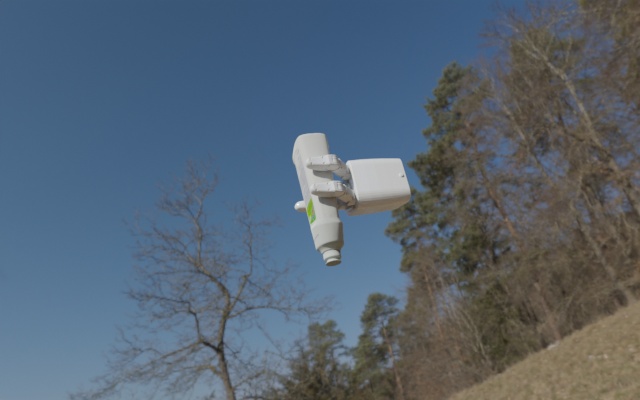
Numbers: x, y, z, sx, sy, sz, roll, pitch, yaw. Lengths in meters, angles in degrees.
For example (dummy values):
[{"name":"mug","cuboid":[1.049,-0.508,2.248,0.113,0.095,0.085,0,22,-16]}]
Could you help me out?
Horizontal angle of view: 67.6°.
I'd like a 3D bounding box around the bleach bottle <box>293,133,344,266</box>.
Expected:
[{"name":"bleach bottle","cuboid":[0.000,0.003,0.887,0.068,0.250,0.103,-6,-27,-10]}]
